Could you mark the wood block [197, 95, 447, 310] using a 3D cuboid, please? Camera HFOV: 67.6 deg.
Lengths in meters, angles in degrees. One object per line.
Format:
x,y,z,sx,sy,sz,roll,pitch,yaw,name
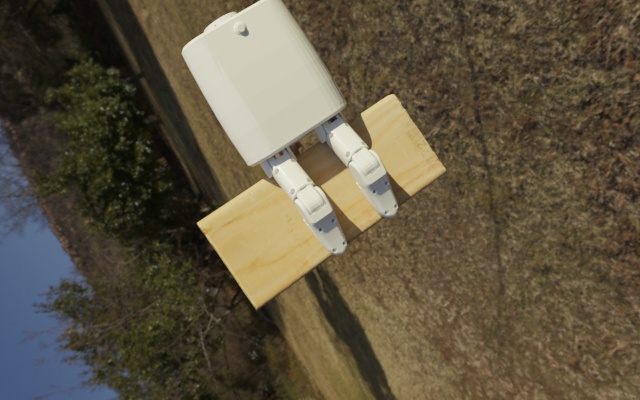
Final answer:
0.000,0.001,0.449,0.206,0.090,0.091,-35,0,-11,wood block
